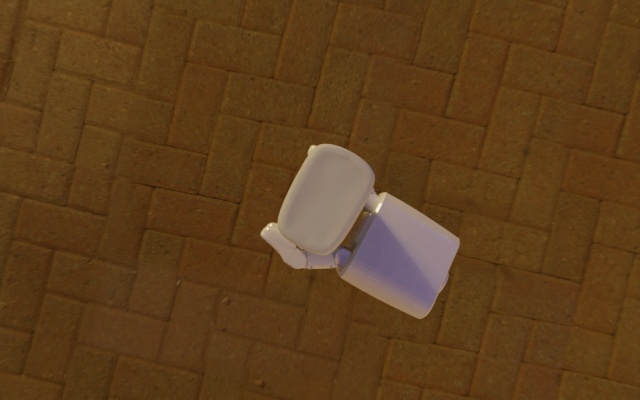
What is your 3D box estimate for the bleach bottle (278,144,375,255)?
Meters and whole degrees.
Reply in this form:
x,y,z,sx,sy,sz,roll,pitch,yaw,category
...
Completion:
x,y,z,sx,sy,sz,roll,pitch,yaw,category
0.000,0.002,0.552,0.068,0.102,0.251,29,-1,-1,bleach bottle
